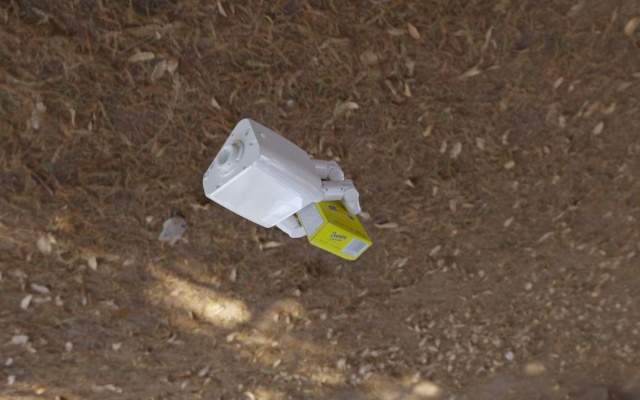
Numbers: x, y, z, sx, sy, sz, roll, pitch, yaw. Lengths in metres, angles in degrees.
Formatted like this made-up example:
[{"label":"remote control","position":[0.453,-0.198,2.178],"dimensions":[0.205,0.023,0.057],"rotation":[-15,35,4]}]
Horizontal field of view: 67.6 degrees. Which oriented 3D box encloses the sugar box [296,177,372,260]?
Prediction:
[{"label":"sugar box","position":[0.000,0.002,0.696],"dimensions":[0.093,0.048,0.176],"rotation":[27,26,-40]}]
